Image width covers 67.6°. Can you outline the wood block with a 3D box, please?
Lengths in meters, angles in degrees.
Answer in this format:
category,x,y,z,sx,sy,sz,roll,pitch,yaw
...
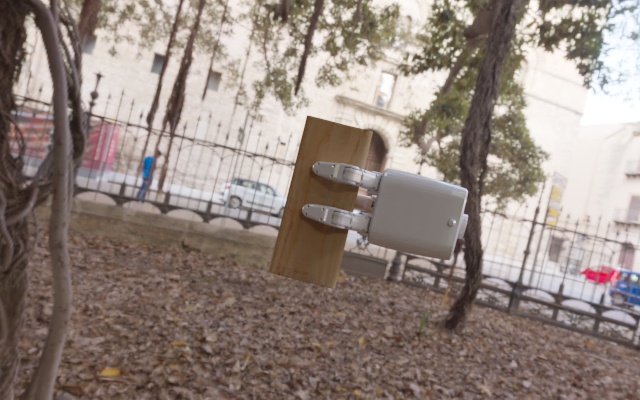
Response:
category,x,y,z,sx,sy,sz,roll,pitch,yaw
wood block,0.001,0.002,0.648,0.090,0.206,0.091,14,0,1
